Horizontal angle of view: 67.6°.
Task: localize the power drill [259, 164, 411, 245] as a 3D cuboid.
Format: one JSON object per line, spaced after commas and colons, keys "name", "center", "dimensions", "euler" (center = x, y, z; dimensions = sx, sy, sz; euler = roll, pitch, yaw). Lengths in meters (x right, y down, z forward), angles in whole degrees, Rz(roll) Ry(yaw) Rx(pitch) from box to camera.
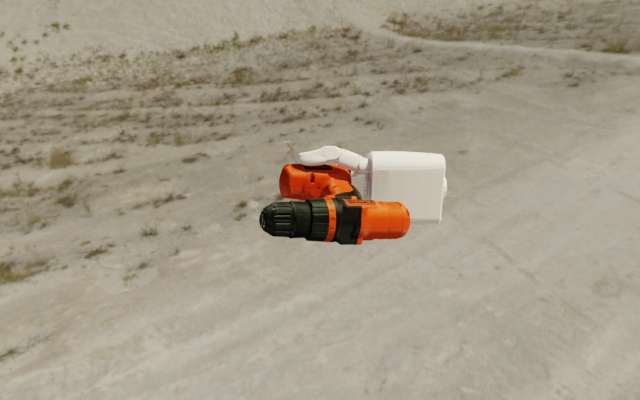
{"name": "power drill", "center": [0.000, 0.002, 0.626], "dimensions": [0.184, 0.057, 0.187], "euler": [3, 20, -18]}
